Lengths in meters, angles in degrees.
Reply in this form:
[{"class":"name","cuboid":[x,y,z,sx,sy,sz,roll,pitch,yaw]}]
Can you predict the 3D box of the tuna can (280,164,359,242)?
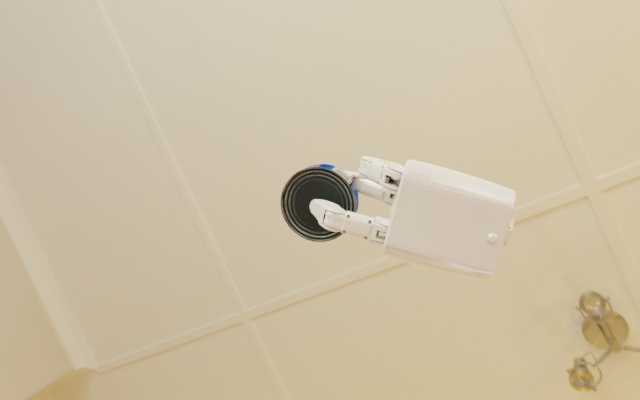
[{"class":"tuna can","cuboid":[0.000,0.002,0.545,0.086,0.086,0.033,0,12,13]}]
